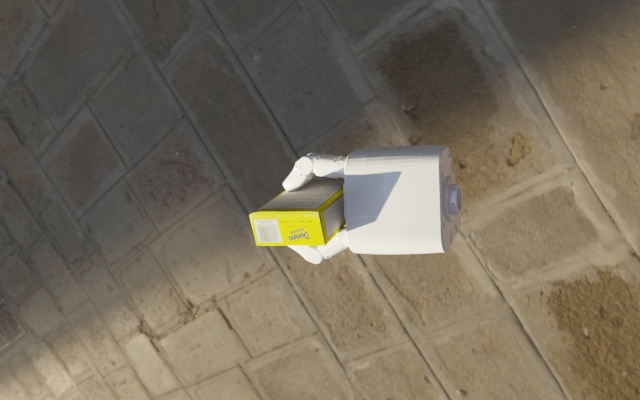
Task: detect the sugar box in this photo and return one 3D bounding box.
[{"bbox_3d":[0.000,0.002,0.590,0.093,0.048,0.176,-2,17,29],"label":"sugar box"}]
